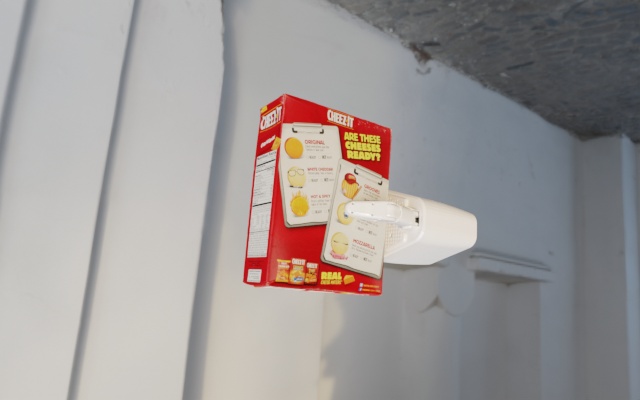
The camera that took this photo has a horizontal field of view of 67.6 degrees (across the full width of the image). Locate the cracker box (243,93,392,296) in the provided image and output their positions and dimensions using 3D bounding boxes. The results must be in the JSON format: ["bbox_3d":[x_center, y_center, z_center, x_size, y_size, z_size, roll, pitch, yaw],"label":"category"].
[{"bbox_3d":[0.000,0.002,0.576,0.164,0.213,0.072,11,-13,-34],"label":"cracker box"}]
